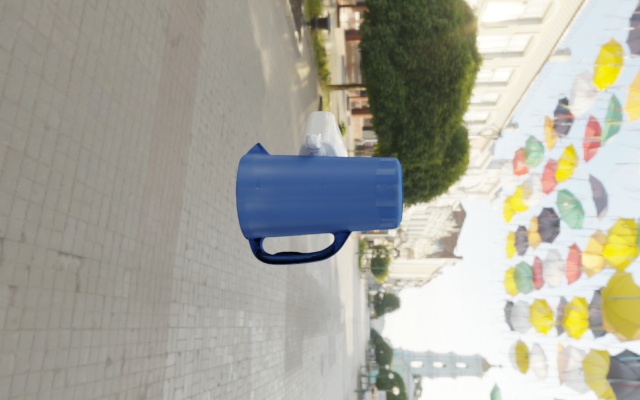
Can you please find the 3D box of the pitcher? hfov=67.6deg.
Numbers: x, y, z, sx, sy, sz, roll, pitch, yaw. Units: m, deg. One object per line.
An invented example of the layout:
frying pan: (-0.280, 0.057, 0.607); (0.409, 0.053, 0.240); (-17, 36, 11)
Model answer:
pitcher: (0.000, 0.002, 0.728); (0.243, 0.149, 0.145); (-1, 38, 5)
